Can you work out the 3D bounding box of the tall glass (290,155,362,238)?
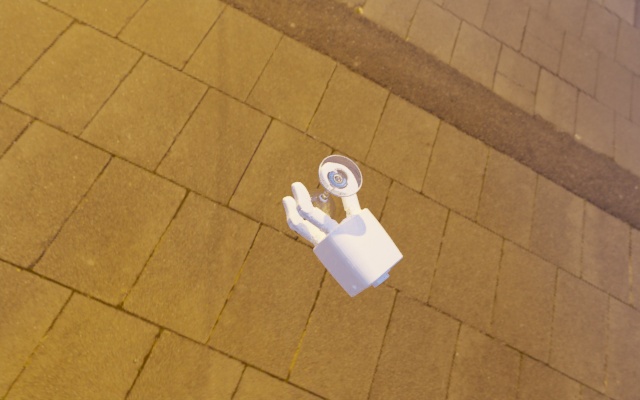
[{"bbox_3d":[0.000,0.002,0.836,0.079,0.079,0.201,0,-25,-21],"label":"tall glass"}]
